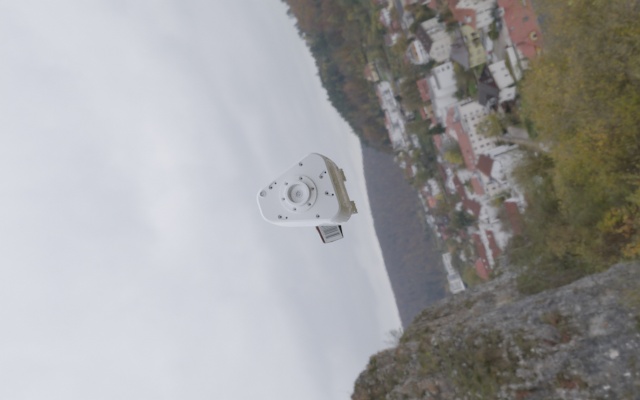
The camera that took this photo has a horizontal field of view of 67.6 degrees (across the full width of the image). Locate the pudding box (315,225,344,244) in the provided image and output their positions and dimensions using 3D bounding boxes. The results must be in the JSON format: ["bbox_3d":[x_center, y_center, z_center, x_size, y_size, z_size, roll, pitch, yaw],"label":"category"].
[{"bbox_3d":[0.000,0.003,0.793,0.039,0.113,0.090,-19,22,6],"label":"pudding box"}]
